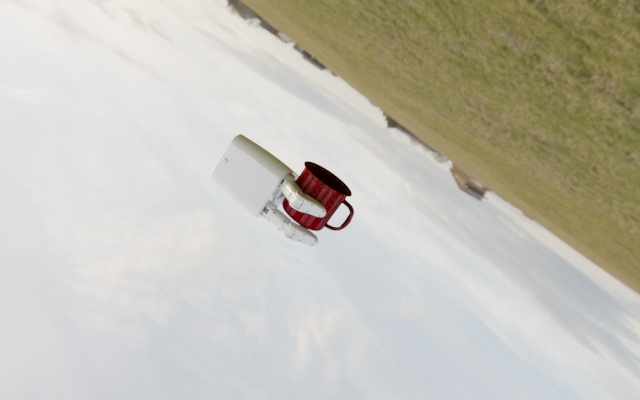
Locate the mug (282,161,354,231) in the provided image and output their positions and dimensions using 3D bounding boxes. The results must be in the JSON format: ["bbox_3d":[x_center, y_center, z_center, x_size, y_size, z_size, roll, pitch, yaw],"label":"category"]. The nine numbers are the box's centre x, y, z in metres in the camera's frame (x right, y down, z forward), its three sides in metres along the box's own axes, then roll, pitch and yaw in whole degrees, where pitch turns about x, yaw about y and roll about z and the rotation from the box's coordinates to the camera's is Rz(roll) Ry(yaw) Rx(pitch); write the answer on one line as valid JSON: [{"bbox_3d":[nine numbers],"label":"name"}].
[{"bbox_3d":[0.001,0.004,0.777,0.117,0.081,0.093,37,17,7],"label":"mug"}]
